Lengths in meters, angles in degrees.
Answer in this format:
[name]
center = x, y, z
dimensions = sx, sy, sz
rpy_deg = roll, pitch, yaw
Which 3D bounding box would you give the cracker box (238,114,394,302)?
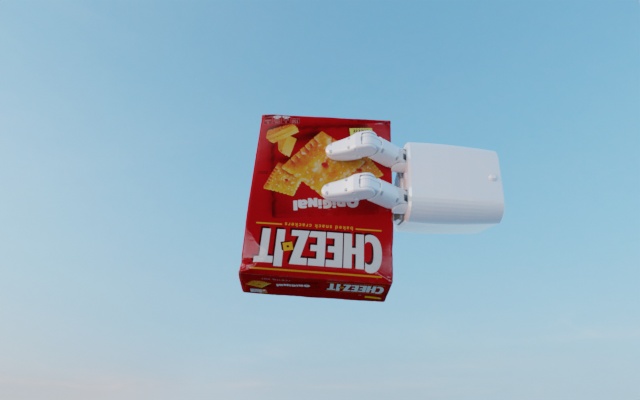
[cracker box]
center = 0.000, 0.002, 0.563
dimensions = 0.164, 0.213, 0.072
rpy_deg = 4, -29, 0
